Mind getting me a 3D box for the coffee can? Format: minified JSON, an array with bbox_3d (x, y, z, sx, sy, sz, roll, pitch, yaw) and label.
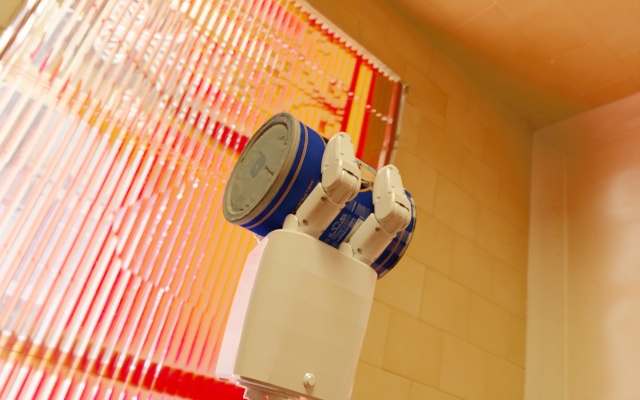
[{"bbox_3d":[0.000,0.001,0.425,0.140,0.102,0.103,29,-15,-29],"label":"coffee can"}]
